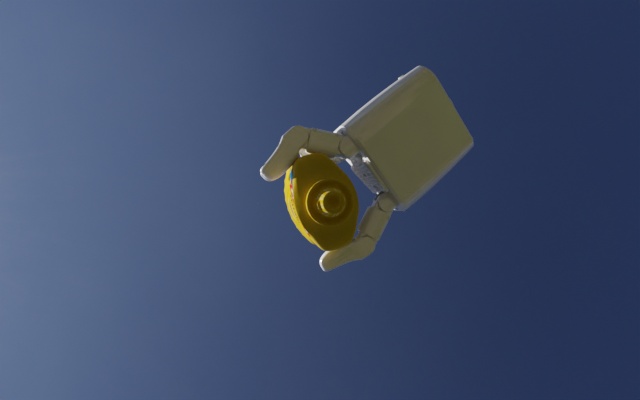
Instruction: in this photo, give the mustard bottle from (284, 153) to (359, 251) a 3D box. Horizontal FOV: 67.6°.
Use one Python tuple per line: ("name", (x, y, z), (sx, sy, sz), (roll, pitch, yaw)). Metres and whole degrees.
("mustard bottle", (0.000, 0.002, 0.480), (0.058, 0.096, 0.191), (-17, 2, -7))
